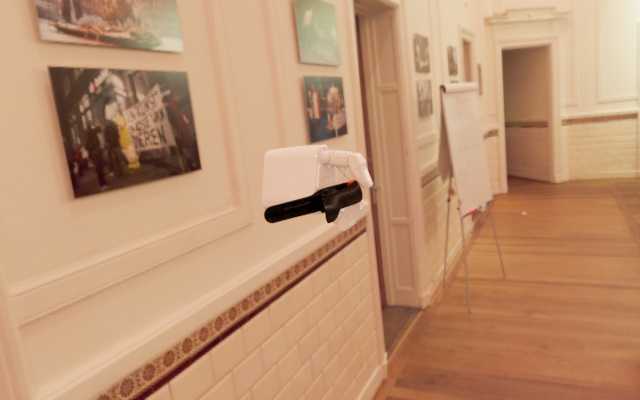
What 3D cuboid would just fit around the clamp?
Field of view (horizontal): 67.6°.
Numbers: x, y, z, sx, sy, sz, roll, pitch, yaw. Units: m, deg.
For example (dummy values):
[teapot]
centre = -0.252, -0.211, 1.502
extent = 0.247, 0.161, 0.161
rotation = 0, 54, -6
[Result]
[clamp]
centre = 0.000, 0.002, 0.707
extent = 0.120, 0.039, 0.171
rotation = 2, 13, 27
